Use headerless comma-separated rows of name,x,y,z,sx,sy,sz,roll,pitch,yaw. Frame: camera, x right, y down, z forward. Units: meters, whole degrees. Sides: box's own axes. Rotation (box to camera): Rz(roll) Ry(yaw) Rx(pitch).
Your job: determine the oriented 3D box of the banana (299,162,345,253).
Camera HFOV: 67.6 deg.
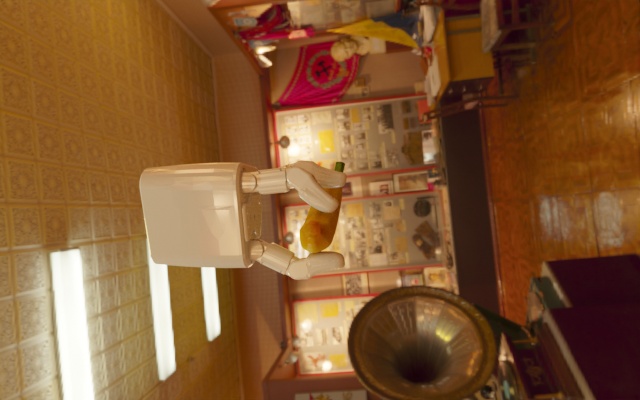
banana,0.000,0.017,0.548,0.037,0.070,0.197,4,25,7
